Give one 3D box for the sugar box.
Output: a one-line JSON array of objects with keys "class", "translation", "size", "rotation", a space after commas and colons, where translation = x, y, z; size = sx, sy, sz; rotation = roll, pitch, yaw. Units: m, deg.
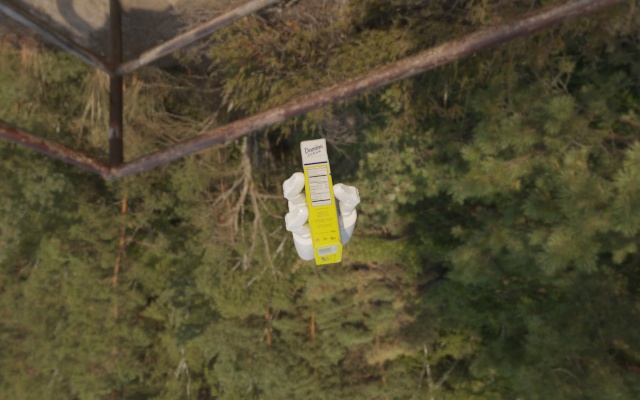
[{"class": "sugar box", "translation": [0.000, 0.003, 0.749], "size": [0.048, 0.176, 0.093], "rotation": [-9, -24, -3]}]
